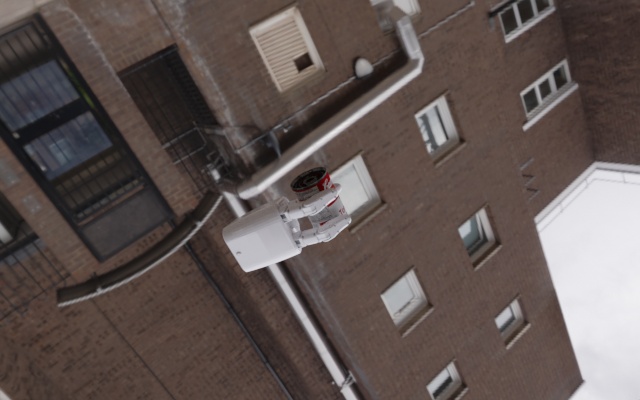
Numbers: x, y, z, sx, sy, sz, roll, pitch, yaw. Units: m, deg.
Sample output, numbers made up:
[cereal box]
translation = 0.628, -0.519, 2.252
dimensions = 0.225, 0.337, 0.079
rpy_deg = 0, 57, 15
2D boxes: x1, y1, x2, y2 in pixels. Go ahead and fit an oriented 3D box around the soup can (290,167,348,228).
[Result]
[soup can]
translation = 0.001, 0.003, 0.828
dimensions = 0.068, 0.102, 0.068
rpy_deg = -22, 24, 10
